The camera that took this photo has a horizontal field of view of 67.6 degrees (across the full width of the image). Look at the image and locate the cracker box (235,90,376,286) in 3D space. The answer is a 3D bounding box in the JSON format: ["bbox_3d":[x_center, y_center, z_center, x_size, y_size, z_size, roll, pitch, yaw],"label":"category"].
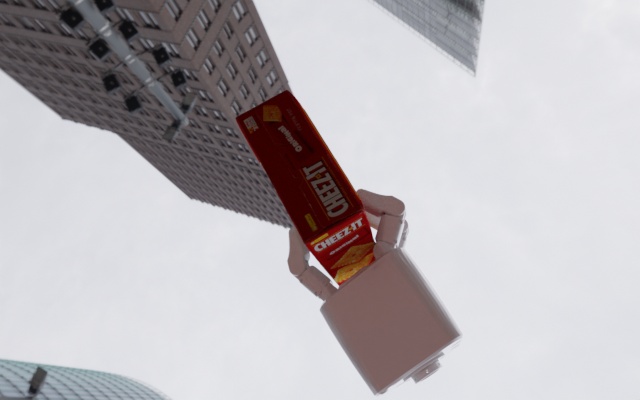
[{"bbox_3d":[0.000,0.002,0.547,0.072,0.164,0.214,-31,-26,-1],"label":"cracker box"}]
